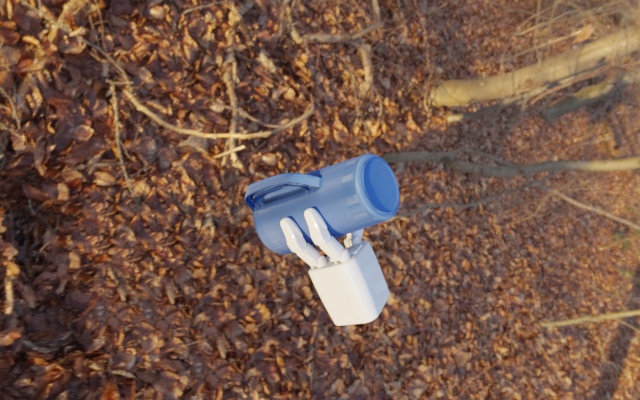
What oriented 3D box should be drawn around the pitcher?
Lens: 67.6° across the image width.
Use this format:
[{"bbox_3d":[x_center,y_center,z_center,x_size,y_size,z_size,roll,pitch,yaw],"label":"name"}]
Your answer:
[{"bbox_3d":[0.000,0.003,0.800,0.243,0.145,0.149,-19,6,42],"label":"pitcher"}]
